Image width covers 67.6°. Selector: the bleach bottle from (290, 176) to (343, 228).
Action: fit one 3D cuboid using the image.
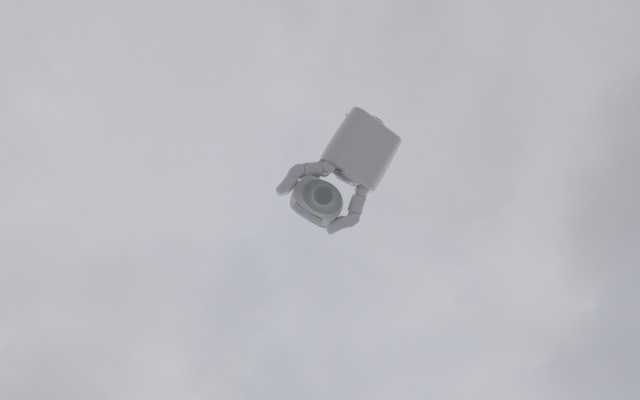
[{"bbox_3d":[0.000,0.003,0.816,0.102,0.068,0.251,29,-5,-3],"label":"bleach bottle"}]
